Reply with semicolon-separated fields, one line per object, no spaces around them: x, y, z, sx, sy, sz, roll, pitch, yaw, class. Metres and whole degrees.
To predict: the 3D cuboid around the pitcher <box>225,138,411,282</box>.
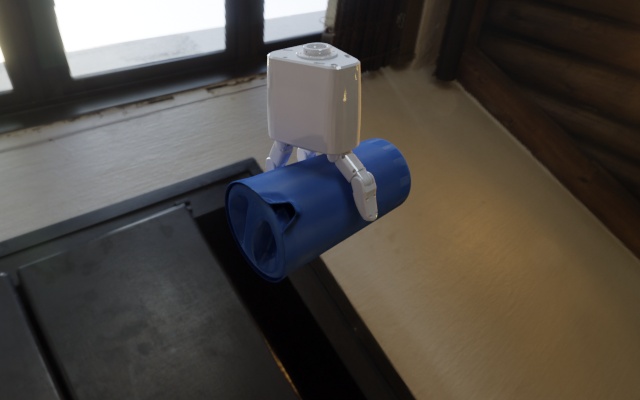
0.000;0.002;0.651;0.243;0.145;0.149;-24;39;-33;pitcher
